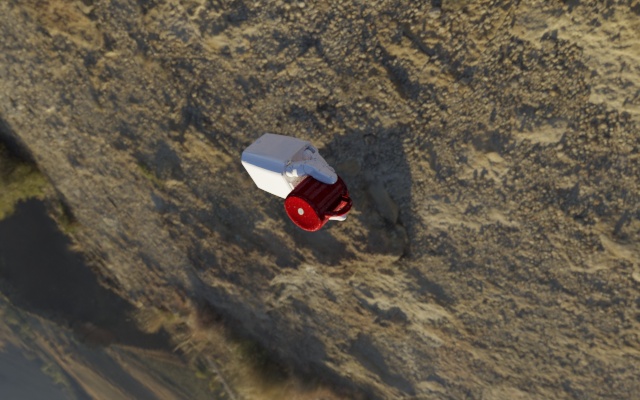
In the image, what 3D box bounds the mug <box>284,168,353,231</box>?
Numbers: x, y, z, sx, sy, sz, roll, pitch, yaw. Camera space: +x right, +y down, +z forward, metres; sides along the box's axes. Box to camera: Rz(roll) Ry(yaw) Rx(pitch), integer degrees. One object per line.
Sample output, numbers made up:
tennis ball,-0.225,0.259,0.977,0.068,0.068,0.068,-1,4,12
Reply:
mug,0.001,0.003,0.836,0.117,0.093,0.081,18,45,32
